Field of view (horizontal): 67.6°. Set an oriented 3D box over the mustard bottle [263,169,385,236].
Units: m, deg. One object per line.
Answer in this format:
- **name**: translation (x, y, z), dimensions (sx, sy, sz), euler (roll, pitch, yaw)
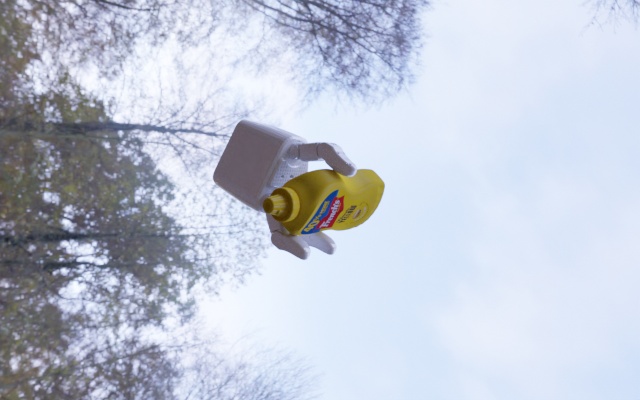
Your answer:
- **mustard bottle**: translation (0.000, 0.002, 0.615), dimensions (0.191, 0.058, 0.096), euler (-3, -42, -50)
